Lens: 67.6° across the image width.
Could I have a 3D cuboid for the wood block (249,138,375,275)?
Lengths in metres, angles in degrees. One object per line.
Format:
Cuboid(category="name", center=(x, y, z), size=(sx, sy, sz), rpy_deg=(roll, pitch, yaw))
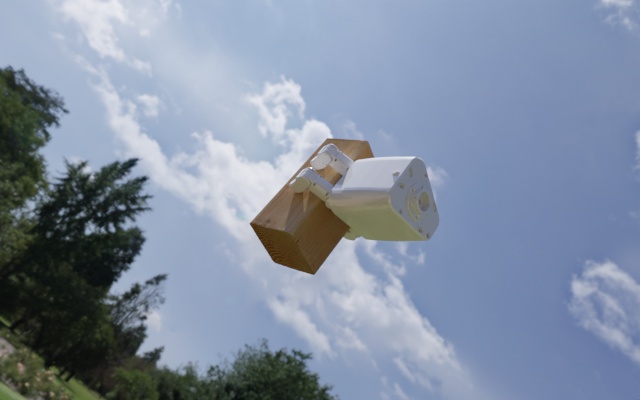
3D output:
Cuboid(category="wood block", center=(0.001, 0.003, 0.740), size=(0.090, 0.091, 0.206), rpy_deg=(10, 48, 41))
